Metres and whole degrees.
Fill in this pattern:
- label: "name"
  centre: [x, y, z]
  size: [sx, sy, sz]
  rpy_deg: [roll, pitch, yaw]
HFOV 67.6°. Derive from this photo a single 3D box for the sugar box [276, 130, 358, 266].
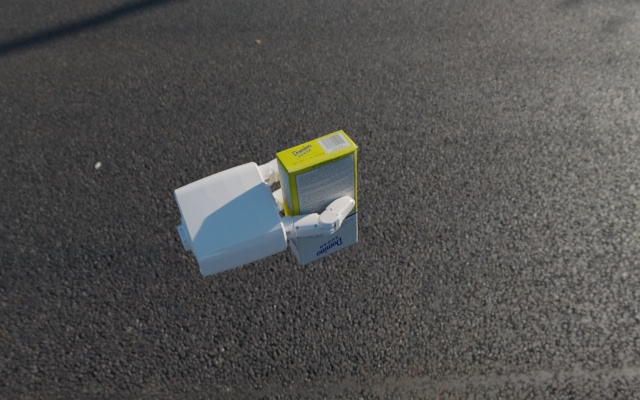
- label: "sugar box"
  centre: [0.000, 0.002, 0.623]
  size: [0.093, 0.176, 0.048]
  rpy_deg: [-21, 50, -17]
